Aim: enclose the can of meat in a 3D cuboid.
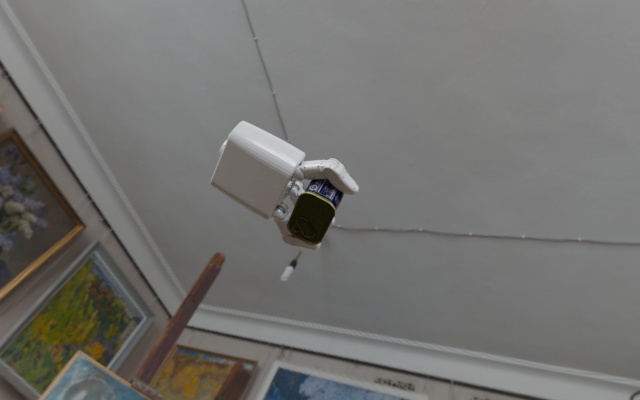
[{"bbox_3d":[0.000,0.002,0.713,0.057,0.084,0.102,28,-43,3],"label":"can of meat"}]
